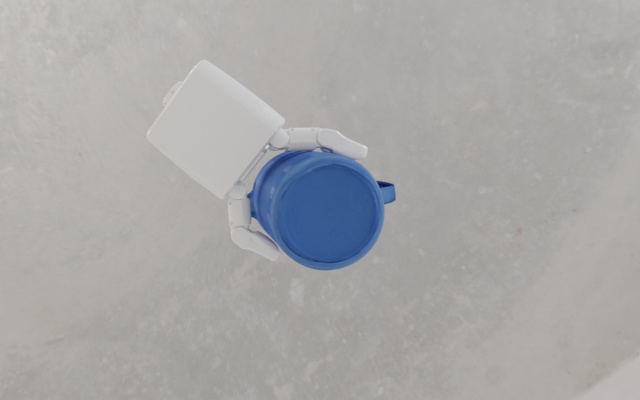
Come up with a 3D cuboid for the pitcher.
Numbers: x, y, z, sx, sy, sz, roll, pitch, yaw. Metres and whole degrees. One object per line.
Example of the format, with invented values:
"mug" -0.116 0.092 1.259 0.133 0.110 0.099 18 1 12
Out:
"pitcher" 0.000 0.002 0.547 0.145 0.149 0.243 39 -3 -10
